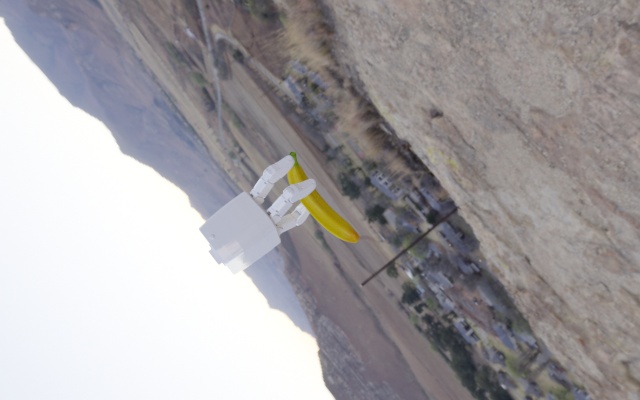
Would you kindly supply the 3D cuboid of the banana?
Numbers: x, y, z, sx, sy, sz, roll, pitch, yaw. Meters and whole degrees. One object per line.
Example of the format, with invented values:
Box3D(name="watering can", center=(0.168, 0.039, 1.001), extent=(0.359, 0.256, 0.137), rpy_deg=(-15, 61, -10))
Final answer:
Box3D(name="banana", center=(-0.004, 0.006, 0.857), extent=(0.037, 0.198, 0.070), rpy_deg=(-36, -11, -16))
